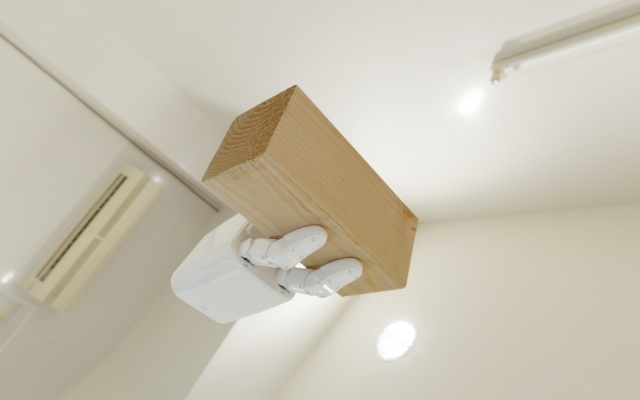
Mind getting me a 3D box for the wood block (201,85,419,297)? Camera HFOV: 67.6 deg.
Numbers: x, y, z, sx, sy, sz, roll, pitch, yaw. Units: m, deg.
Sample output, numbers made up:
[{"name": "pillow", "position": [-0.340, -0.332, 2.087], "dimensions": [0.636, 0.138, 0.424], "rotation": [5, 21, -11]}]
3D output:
[{"name": "wood block", "position": [0.000, 0.001, 0.473], "dimensions": [0.090, 0.090, 0.206], "rotation": [-18, -49, 39]}]
